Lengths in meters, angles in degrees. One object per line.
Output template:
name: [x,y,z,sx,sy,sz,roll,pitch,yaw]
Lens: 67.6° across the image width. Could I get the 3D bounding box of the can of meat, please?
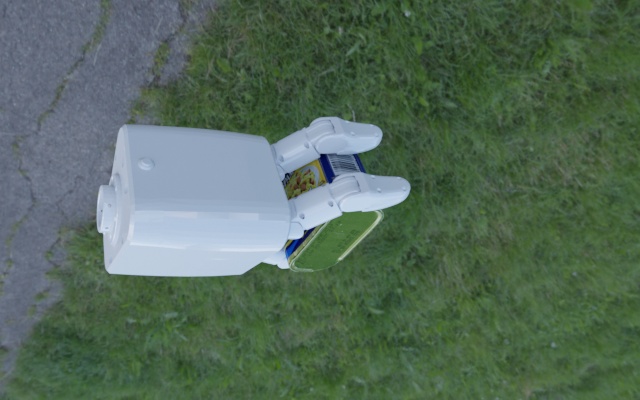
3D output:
can of meat: [0.000,0.002,0.410,0.057,0.084,0.102,6,-41,-34]
